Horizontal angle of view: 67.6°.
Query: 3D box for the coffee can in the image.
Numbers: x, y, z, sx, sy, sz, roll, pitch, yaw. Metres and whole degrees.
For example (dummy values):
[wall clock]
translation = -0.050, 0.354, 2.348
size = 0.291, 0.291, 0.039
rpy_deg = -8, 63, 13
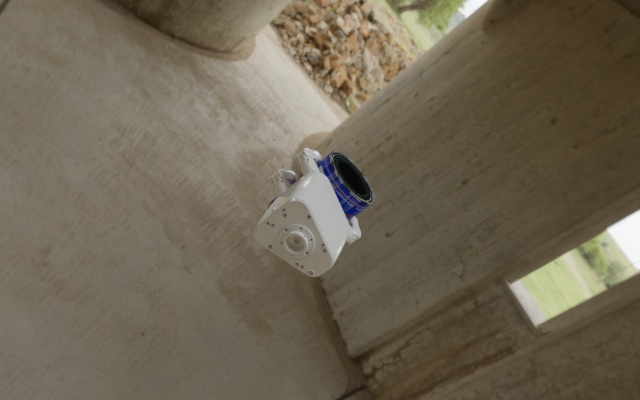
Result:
[coffee can]
translation = 0.000, 0.003, 0.761
size = 0.140, 0.102, 0.103
rpy_deg = -38, -17, 23
